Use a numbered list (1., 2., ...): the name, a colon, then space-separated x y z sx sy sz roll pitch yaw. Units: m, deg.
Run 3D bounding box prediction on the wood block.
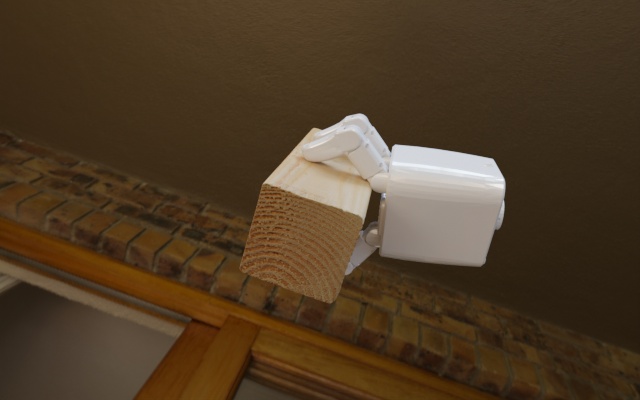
1. wood block: 0.000 0.002 0.491 0.090 0.091 0.206 19 23 4
